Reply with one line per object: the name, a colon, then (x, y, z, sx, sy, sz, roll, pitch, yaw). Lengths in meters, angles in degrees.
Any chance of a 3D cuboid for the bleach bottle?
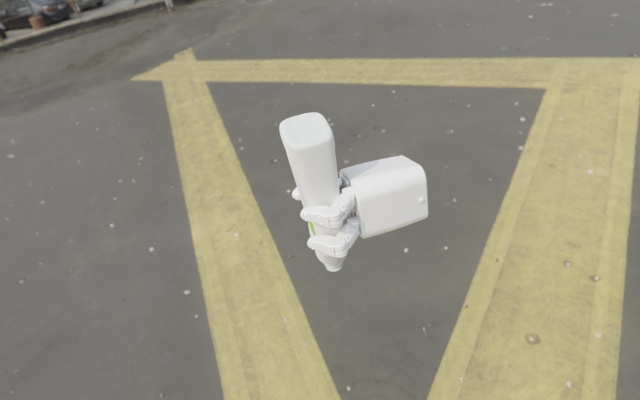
bleach bottle: (0.000, 0.002, 0.722, 0.068, 0.251, 0.102, -15, 35, -6)
